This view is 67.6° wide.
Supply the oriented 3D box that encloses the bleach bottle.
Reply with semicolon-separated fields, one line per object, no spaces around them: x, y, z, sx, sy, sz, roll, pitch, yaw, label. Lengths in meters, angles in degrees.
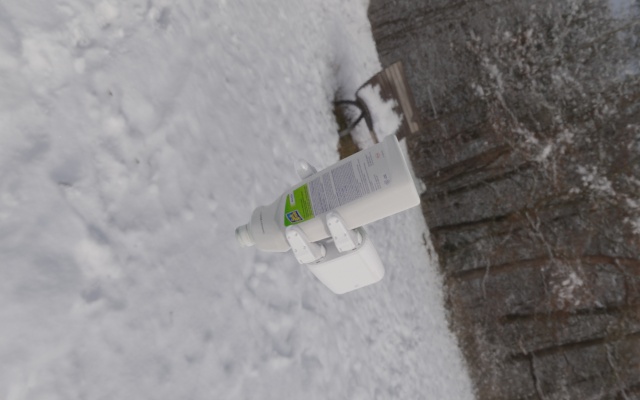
0.000;0.002;0.650;0.251;0.102;0.068;-21;-39;12;bleach bottle
